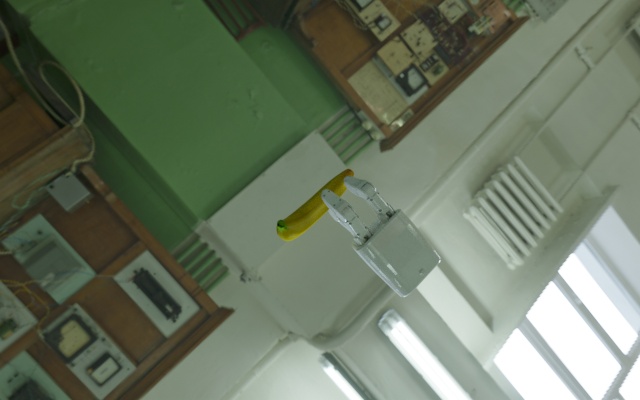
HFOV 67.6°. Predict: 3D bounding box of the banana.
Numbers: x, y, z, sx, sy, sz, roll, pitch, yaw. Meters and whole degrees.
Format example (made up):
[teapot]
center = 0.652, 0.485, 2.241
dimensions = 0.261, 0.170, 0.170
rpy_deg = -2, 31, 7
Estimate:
[banana]
center = -0.011, 0.013, 0.765
dimensions = 0.197, 0.037, 0.070
rpy_deg = -40, -3, -43
